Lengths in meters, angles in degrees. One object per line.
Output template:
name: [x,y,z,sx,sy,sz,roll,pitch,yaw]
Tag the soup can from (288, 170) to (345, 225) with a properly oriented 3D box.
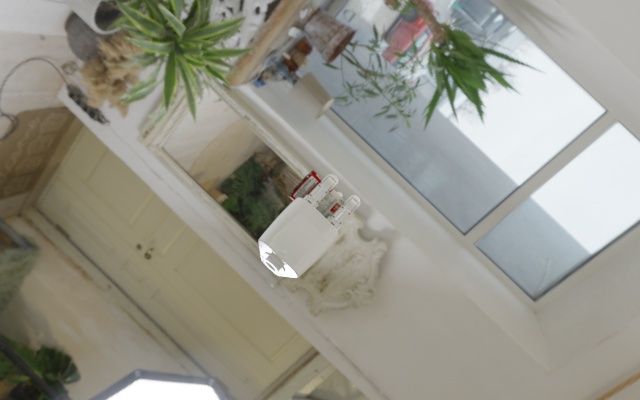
soup can: [0.001,0.003,0.874,0.102,0.068,0.068,44,1,1]
